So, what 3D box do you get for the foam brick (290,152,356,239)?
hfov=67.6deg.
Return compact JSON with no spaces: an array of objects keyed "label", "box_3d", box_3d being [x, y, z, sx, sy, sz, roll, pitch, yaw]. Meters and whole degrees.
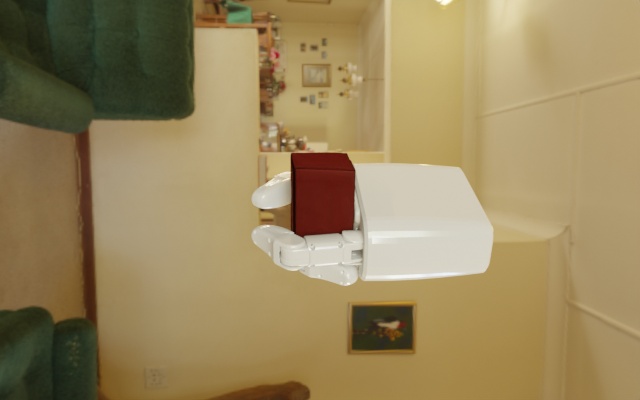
[{"label":"foam brick","box_3d":[0.000,0.001,0.409,0.051,0.078,0.053,-1,21,-4]}]
